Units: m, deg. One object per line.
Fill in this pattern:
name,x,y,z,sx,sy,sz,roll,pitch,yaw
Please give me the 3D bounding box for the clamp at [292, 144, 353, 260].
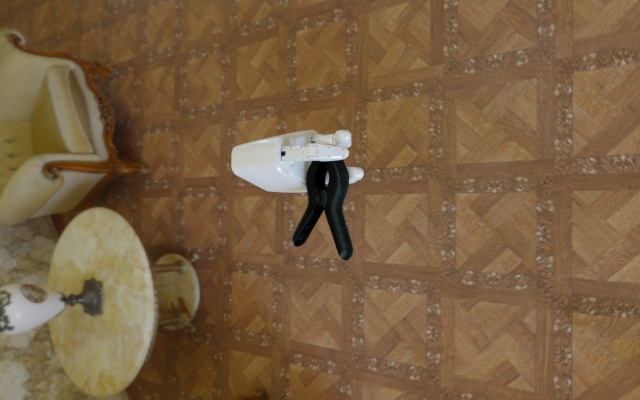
clamp,0.000,0.002,0.725,0.120,0.171,0.039,-2,-4,40
